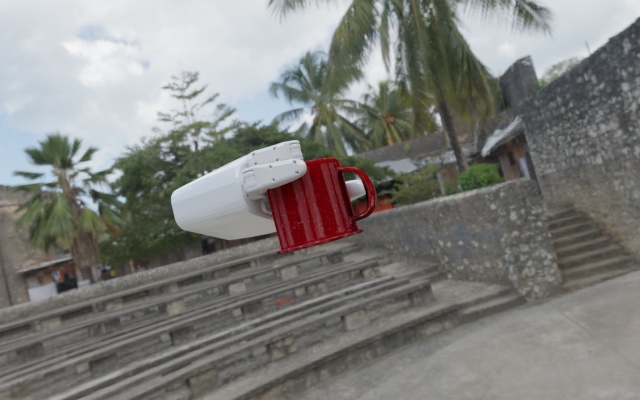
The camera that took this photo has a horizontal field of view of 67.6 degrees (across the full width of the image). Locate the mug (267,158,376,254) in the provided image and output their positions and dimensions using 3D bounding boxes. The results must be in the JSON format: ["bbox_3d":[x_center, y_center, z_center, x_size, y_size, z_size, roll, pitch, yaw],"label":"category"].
[{"bbox_3d":[0.001,0.001,0.490,0.117,0.081,0.093,-16,-3,28],"label":"mug"}]
